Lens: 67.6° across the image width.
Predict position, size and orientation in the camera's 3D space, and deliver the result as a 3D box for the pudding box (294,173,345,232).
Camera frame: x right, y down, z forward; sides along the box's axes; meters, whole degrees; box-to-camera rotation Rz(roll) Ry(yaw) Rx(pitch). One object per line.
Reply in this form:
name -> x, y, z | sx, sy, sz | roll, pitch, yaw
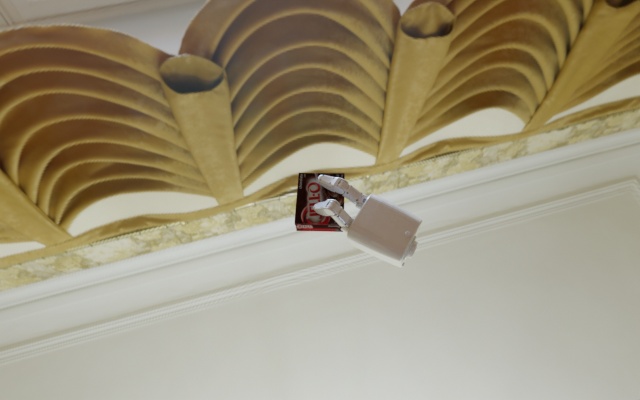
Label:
pudding box -> 0.000, 0.003, 0.899 | 0.090, 0.113, 0.039 | 1, -31, 3
